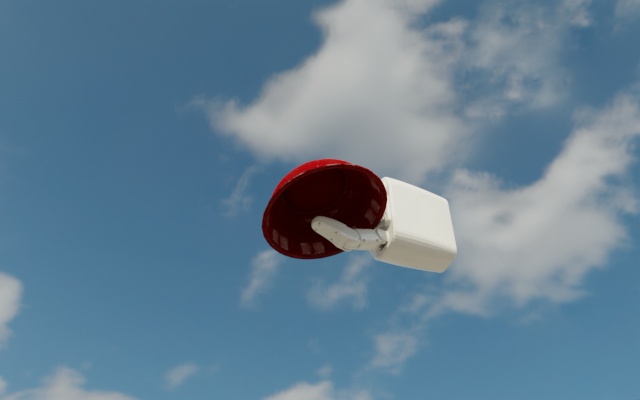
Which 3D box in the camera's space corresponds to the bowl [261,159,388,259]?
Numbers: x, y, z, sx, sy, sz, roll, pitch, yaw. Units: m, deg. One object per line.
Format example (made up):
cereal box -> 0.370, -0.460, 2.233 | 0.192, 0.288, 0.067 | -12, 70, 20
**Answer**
bowl -> -0.001, 0.001, 0.606 | 0.162, 0.162, 0.055 | 0, 42, -22
